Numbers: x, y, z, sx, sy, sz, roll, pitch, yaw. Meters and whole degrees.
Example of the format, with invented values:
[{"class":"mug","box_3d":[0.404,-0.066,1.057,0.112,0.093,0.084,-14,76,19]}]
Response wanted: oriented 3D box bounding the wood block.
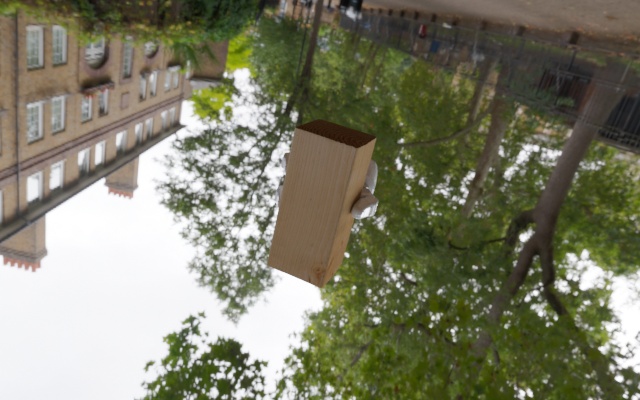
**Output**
[{"class":"wood block","box_3d":[0.001,0.002,0.669,0.091,0.206,0.090,20,23,16]}]
